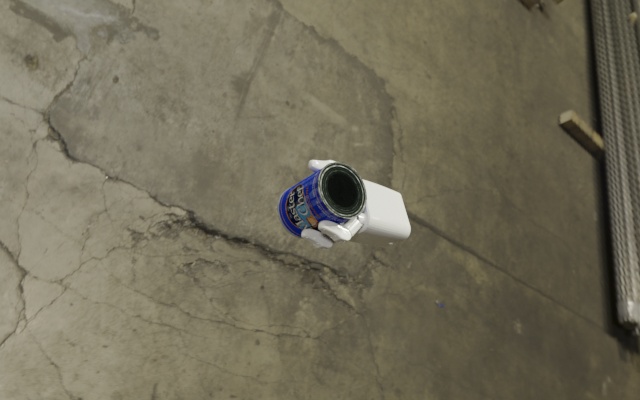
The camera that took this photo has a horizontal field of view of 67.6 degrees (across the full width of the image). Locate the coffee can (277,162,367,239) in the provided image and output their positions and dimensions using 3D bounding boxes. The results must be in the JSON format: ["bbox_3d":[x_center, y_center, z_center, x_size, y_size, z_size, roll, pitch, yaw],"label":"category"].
[{"bbox_3d":[0.000,0.003,0.859,0.103,0.102,0.140,0,-17,-35],"label":"coffee can"}]
